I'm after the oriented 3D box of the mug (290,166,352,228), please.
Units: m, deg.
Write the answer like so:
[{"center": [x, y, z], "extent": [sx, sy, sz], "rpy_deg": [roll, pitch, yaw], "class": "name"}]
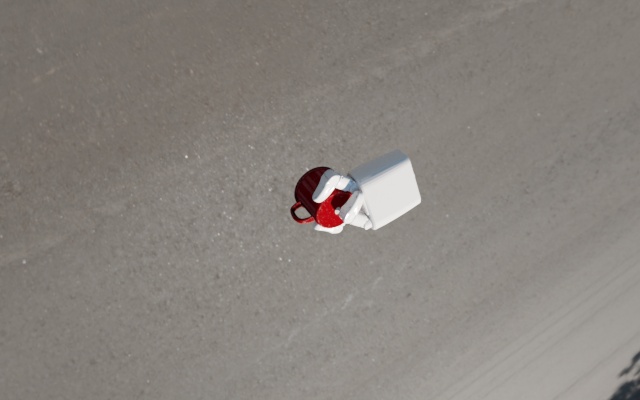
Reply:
[{"center": [-0.001, 0.004, 0.871], "extent": [0.117, 0.093, 0.081], "rpy_deg": [-29, 43, -11], "class": "mug"}]
